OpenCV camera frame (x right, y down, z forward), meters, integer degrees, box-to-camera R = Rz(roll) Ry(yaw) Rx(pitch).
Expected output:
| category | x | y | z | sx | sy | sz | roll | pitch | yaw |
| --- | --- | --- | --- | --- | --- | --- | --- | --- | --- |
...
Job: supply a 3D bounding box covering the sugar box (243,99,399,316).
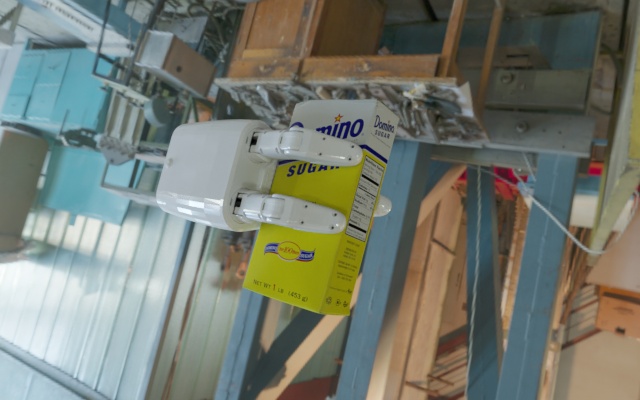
| category | x | y | z | sx | sy | sz | roll | pitch | yaw |
| --- | --- | --- | --- | --- | --- | --- | --- | --- | --- |
| sugar box | 0.000 | 0.001 | 0.409 | 0.093 | 0.176 | 0.048 | 7 | -9 | 39 |
